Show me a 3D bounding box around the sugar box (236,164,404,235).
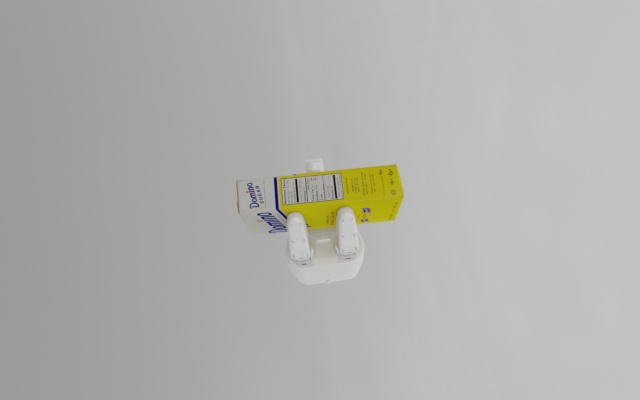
[{"bbox_3d":[0.000,0.002,0.544,0.176,0.048,0.093,-9,-20,0],"label":"sugar box"}]
